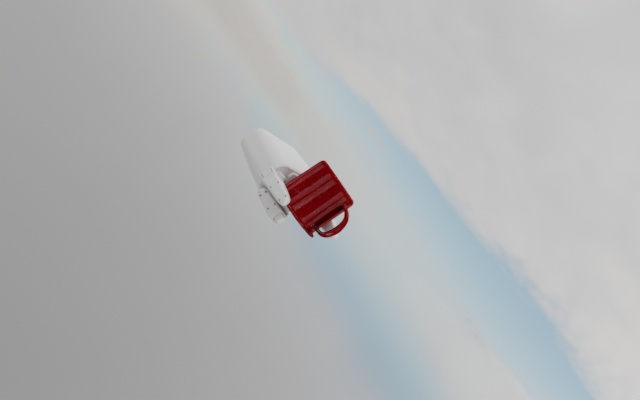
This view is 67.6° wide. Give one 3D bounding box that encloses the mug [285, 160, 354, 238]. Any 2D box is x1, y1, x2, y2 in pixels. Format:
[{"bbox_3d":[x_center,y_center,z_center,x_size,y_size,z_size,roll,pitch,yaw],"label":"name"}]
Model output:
[{"bbox_3d":[0.001,0.003,0.698,0.081,0.117,0.093,-34,-38,3],"label":"mug"}]
